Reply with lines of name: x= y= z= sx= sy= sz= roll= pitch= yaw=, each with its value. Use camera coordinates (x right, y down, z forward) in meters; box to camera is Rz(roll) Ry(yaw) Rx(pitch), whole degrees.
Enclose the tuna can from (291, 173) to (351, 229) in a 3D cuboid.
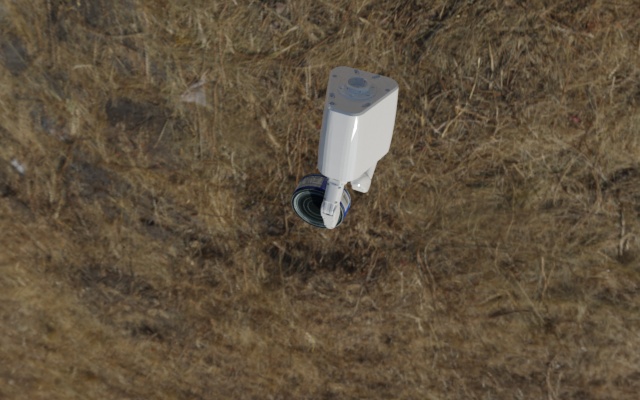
tuna can: x=0.000 y=0.003 z=0.714 sx=0.086 sy=0.086 sz=0.033 roll=0 pitch=44 yaw=27
